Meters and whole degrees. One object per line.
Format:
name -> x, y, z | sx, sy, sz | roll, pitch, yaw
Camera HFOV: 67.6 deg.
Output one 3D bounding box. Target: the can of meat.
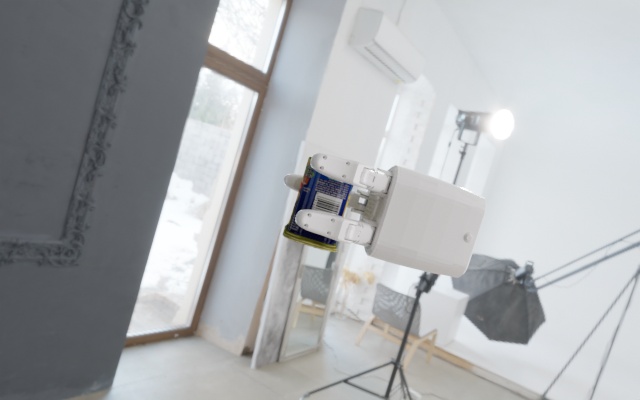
can of meat -> 0.000, 0.001, 0.508 | 0.057, 0.084, 0.102 | 17, 3, -3
